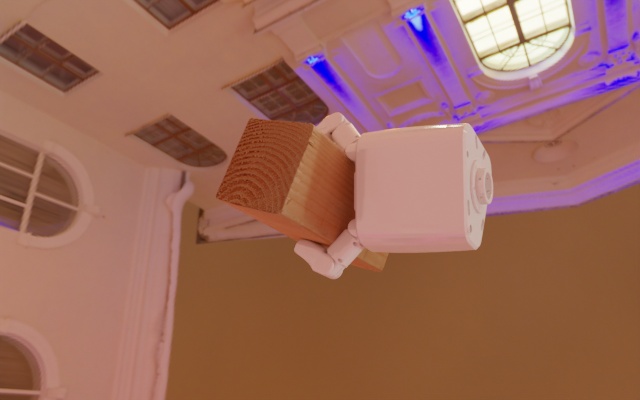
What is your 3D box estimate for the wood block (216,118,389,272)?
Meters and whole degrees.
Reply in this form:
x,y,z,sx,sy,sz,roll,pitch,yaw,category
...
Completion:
x,y,z,sx,sy,sz,roll,pitch,yaw,category
0.000,0.002,0.522,0.090,0.091,0.206,12,-14,38,wood block
